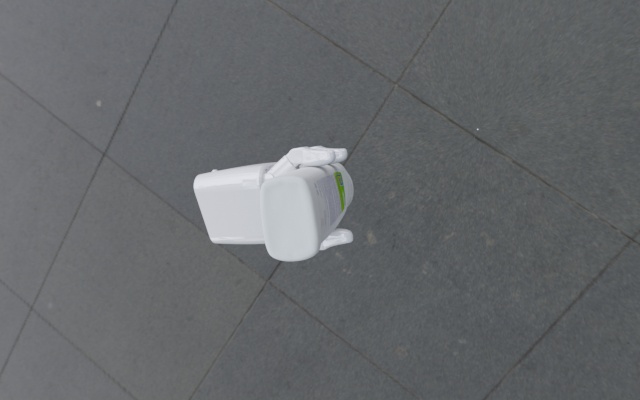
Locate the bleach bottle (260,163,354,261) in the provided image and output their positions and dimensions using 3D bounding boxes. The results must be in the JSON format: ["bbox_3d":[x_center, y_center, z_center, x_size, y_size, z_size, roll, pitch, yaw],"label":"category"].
[{"bbox_3d":[0.000,0.002,0.653,0.068,0.102,0.251,-5,6,18],"label":"bleach bottle"}]
